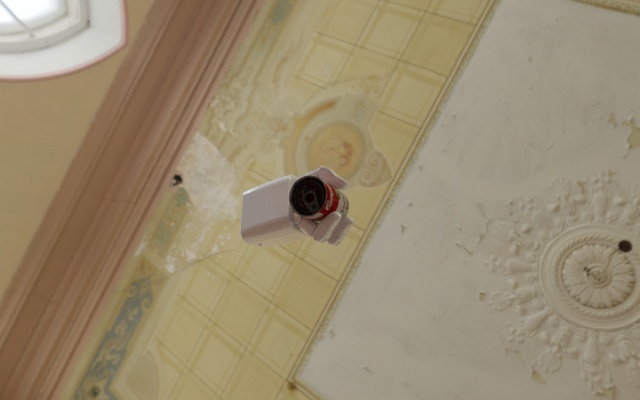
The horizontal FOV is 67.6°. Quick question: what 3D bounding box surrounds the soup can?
[{"bbox_3d":[0.001,0.002,0.813,0.068,0.068,0.102,0,-12,25],"label":"soup can"}]
